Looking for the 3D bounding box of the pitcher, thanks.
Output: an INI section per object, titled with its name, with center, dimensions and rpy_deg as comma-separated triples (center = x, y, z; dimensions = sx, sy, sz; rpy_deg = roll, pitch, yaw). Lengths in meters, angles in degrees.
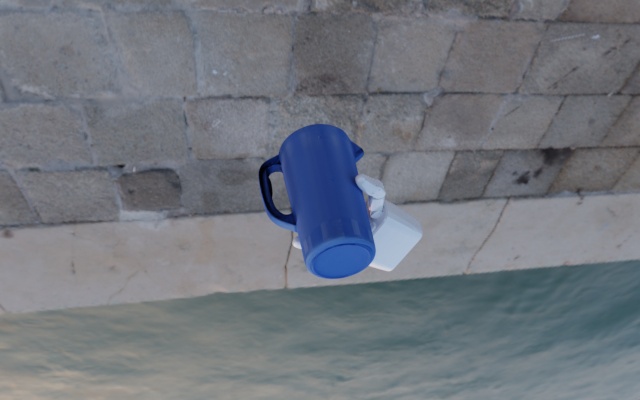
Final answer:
[pitcher]
center = 0.000, 0.003, 0.777
dimensions = 0.145, 0.242, 0.149
rpy_deg = 27, -54, -37
